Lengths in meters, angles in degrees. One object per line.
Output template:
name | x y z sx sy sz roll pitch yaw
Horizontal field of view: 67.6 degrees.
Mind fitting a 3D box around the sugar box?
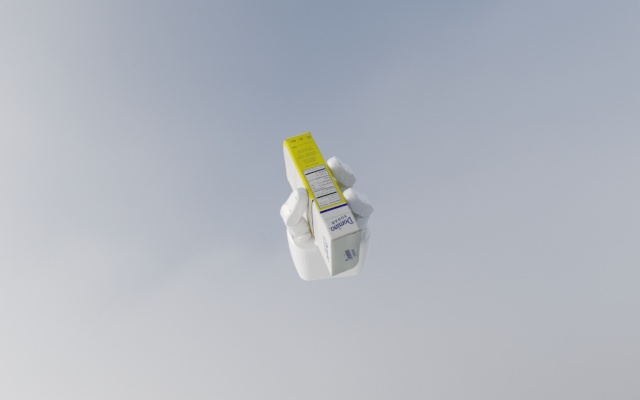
sugar box | 0.001 0.002 0.638 0.048 0.176 0.093 -20 -33 -12
